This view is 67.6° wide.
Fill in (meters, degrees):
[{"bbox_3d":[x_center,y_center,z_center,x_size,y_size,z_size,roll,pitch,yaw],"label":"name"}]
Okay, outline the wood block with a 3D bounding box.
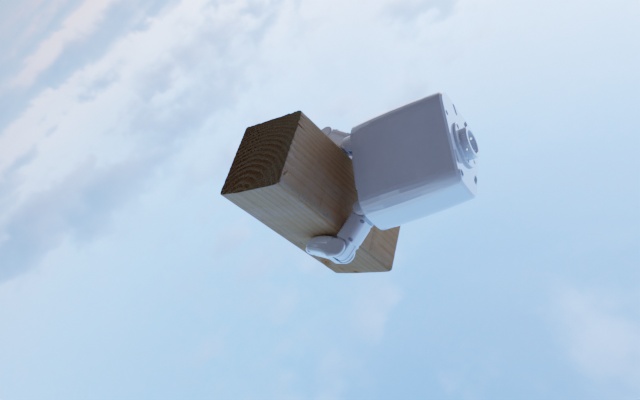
[{"bbox_3d":[0.000,0.002,0.550,0.090,0.090,0.206,-8,-35,40],"label":"wood block"}]
